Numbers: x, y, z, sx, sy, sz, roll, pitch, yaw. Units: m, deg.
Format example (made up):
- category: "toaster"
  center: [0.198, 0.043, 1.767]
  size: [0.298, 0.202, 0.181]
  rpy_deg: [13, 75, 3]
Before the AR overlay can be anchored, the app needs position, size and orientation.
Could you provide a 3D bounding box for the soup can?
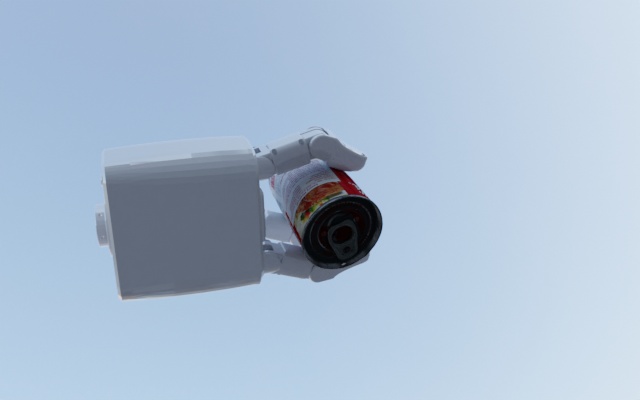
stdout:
- category: "soup can"
  center: [0.000, 0.001, 0.408]
  size: [0.068, 0.068, 0.102]
  rpy_deg: [0, 30, -24]
